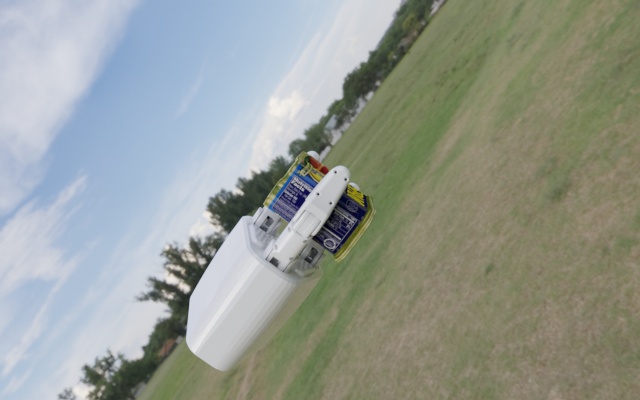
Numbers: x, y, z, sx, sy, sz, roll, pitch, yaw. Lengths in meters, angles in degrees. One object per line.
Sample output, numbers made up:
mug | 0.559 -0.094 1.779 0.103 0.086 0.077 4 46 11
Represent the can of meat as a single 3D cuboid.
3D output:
can of meat | 0.000 0.001 0.447 0.084 0.057 0.102 35 11 -3
